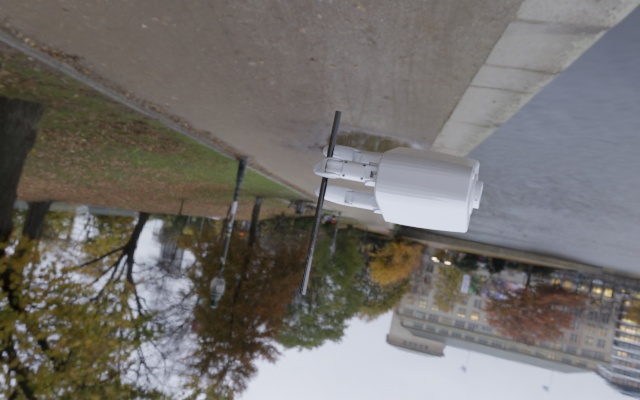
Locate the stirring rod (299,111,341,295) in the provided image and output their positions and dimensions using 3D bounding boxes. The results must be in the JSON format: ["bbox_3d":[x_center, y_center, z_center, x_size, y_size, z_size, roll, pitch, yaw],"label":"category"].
[{"bbox_3d":[0.000,0.002,0.616,0.011,0.239,0.011,11,-2,1],"label":"stirring rod"}]
